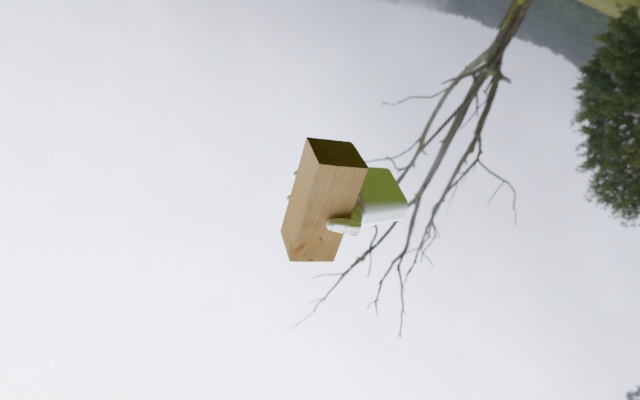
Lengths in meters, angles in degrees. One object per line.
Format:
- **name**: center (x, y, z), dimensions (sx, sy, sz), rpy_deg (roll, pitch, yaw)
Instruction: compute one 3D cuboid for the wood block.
- **wood block**: center (0.001, 0.003, 0.847), dimensions (0.090, 0.206, 0.090), rpy_deg (3, 34, -22)
